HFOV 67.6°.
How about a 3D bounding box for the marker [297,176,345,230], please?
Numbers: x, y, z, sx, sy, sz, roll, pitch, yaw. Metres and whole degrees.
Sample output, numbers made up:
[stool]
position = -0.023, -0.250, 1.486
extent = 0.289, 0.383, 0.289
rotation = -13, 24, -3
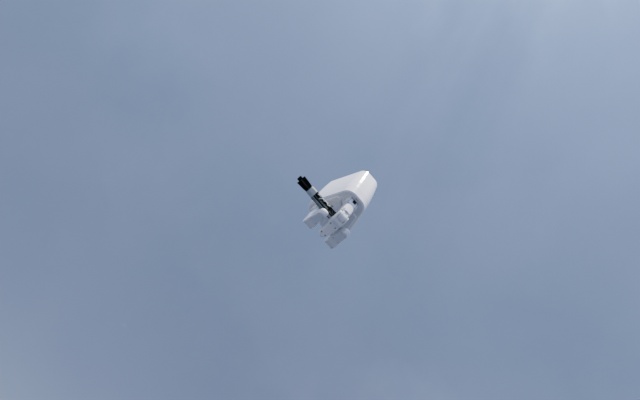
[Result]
[marker]
position = 0.000, 0.003, 0.875
extent = 0.020, 0.121, 0.020
rotation = -41, 7, 6
